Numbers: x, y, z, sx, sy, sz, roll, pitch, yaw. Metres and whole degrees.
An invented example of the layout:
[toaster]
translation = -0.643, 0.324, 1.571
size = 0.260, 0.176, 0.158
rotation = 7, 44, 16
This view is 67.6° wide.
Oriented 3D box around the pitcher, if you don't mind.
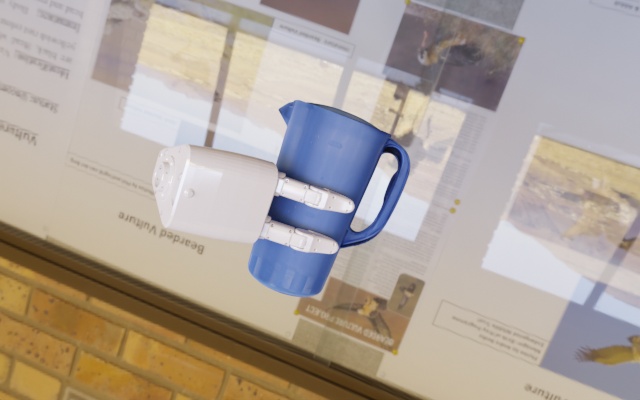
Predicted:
[pitcher]
translation = 0.000, 0.002, 0.629
size = 0.145, 0.243, 0.149
rotation = 13, 12, -37
